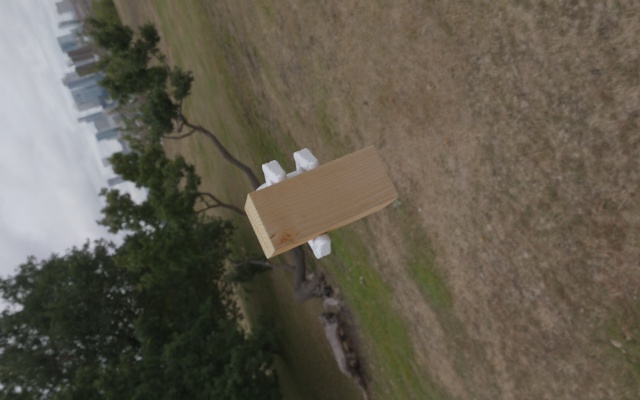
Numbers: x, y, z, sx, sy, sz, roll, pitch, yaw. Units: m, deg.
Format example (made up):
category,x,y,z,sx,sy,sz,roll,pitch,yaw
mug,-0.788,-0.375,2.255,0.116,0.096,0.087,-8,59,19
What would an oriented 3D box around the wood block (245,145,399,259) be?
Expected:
category,x,y,z,sx,sy,sz,roll,pitch,yaw
wood block,0.000,0.003,0.728,0.206,0.091,0.090,-23,-8,-18
